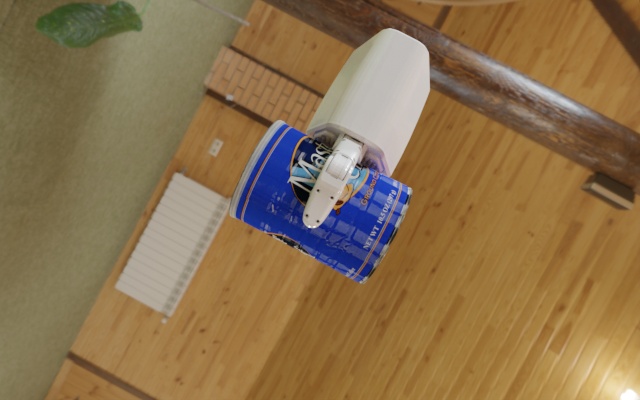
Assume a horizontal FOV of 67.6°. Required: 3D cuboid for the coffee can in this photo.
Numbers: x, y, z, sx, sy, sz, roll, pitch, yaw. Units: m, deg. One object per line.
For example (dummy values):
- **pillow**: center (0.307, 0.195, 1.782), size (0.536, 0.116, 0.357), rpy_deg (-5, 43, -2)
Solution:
- **coffee can**: center (0.000, 0.002, 0.452), size (0.140, 0.103, 0.103), rpy_deg (28, 0, 1)
